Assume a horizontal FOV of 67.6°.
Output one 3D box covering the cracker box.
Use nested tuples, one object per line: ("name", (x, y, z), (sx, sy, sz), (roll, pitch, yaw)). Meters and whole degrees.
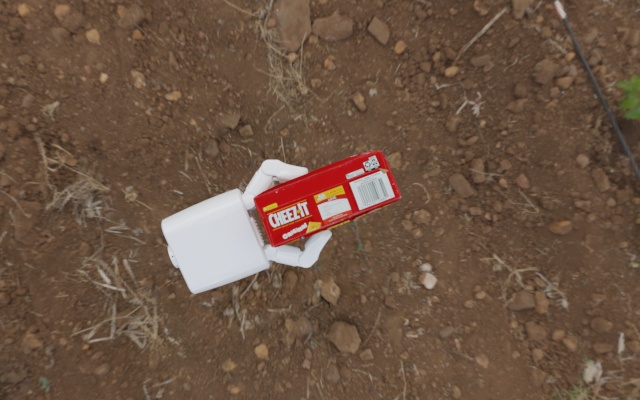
("cracker box", (0.000, 0.002, 0.651), (0.164, 0.072, 0.214), (-21, -1, -5))
